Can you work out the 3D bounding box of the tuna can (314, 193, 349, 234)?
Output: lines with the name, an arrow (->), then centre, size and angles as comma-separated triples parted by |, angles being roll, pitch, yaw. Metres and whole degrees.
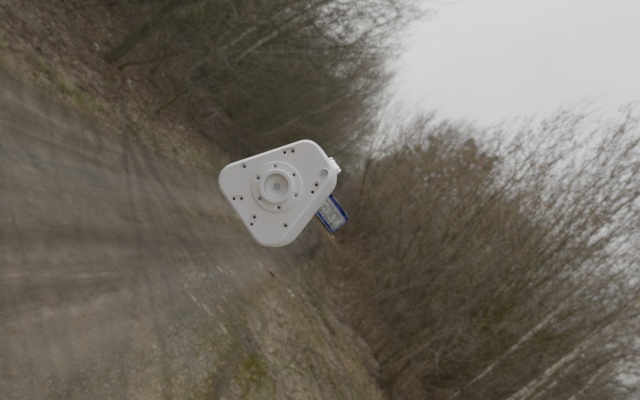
tuna can -> 0.001, 0.002, 0.646 | 0.034, 0.086, 0.086 | -38, 2, -2
